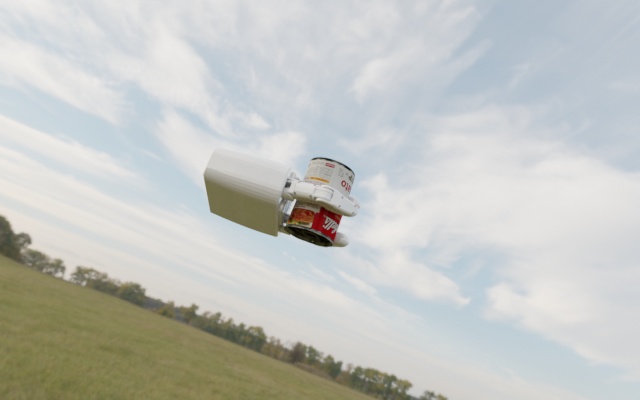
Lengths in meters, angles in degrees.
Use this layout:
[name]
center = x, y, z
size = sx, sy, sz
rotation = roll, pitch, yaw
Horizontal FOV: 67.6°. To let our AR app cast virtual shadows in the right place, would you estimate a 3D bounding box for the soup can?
[soup can]
center = 0.001, 0.002, 0.638
size = 0.068, 0.102, 0.068
rotation = 18, -18, 6
